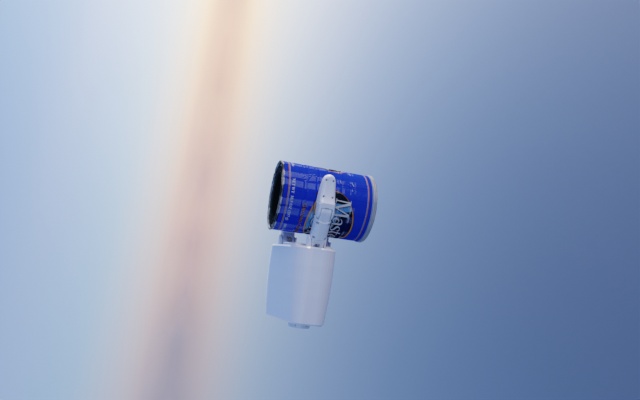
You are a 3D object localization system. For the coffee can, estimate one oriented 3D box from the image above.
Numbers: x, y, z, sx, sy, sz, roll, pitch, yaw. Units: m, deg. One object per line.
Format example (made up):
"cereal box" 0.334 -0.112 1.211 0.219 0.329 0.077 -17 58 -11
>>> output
"coffee can" 0.000 0.002 0.707 0.140 0.103 0.103 9 -2 -14
